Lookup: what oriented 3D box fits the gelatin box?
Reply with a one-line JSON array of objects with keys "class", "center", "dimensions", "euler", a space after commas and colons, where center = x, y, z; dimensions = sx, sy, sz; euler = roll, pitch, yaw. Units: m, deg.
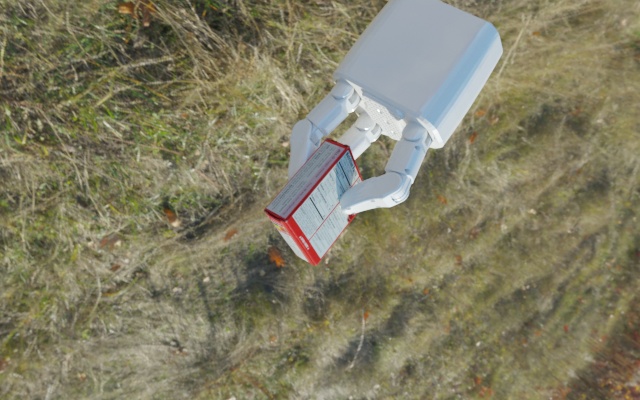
[{"class": "gelatin box", "center": [0.000, 0.002, 0.421], "dimensions": [0.030, 0.089, 0.073], "euler": [25, -23, 36]}]
